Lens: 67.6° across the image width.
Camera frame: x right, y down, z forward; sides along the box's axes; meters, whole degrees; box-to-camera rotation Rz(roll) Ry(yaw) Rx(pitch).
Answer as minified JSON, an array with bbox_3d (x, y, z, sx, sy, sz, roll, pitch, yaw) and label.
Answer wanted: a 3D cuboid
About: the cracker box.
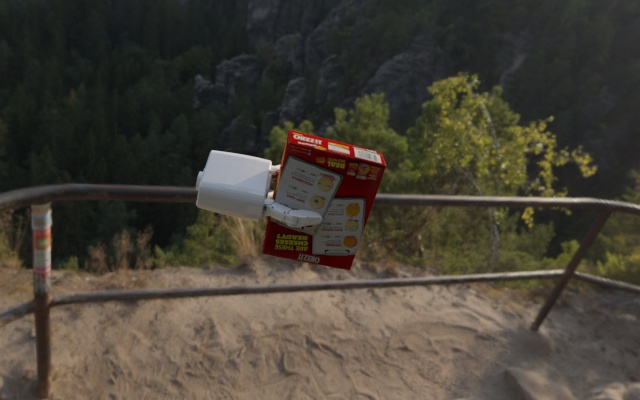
[{"bbox_3d":[0.000,0.003,0.821,0.164,0.214,0.072,12,27,-8],"label":"cracker box"}]
